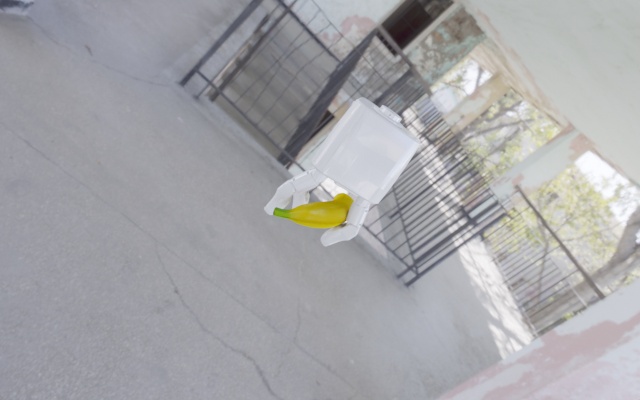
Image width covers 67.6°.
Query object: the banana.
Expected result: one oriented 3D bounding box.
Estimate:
[{"bbox_3d":[0.013,0.011,0.708,0.069,0.037,0.198,30,18,24],"label":"banana"}]
